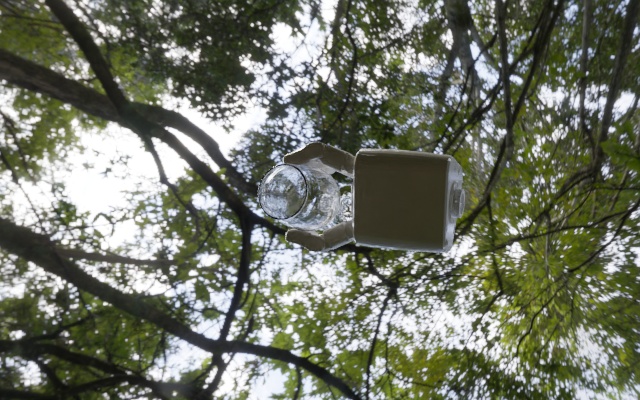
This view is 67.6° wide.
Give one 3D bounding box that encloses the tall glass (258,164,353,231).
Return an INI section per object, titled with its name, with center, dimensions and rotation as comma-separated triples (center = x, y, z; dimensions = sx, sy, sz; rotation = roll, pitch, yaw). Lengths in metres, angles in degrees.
[tall glass]
center = 0.000, 0.002, 0.605
dimensions = 0.079, 0.079, 0.201
rotation = 0, -7, 25
